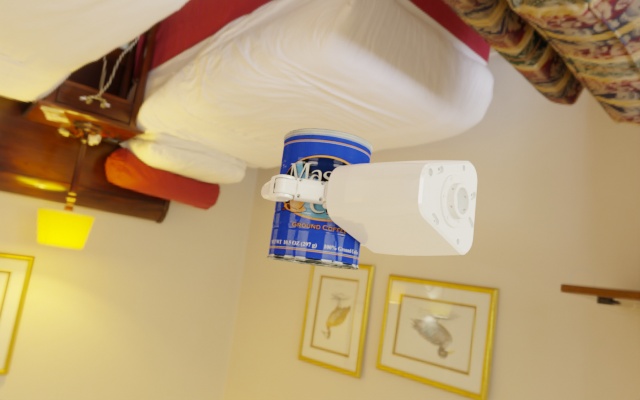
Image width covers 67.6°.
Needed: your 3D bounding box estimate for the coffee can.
[{"bbox_3d":[0.000,0.002,0.539,0.103,0.140,0.103,7,-9,1],"label":"coffee can"}]
